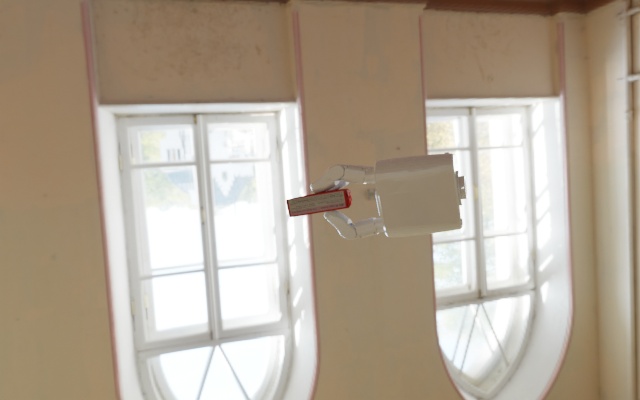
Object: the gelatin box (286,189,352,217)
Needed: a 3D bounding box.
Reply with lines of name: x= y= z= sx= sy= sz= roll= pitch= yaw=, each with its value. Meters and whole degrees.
gelatin box: x=0.000 y=0.003 z=0.708 sx=0.089 sy=0.030 sz=0.073 roll=-11 pitch=1 yaw=7
